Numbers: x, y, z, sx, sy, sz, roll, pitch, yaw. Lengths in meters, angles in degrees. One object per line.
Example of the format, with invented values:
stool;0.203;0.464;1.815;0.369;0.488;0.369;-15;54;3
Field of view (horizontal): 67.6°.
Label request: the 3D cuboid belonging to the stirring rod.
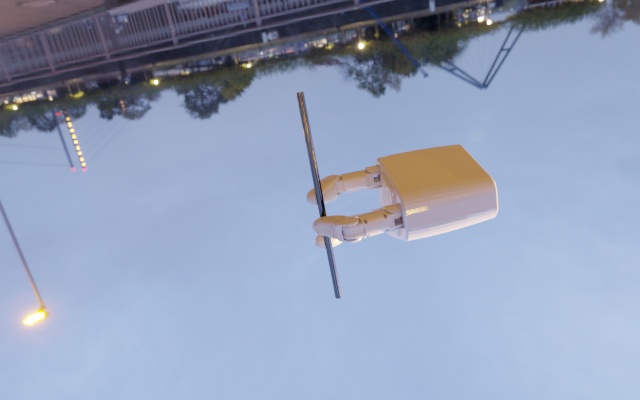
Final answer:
stirring rod;0.000;0.002;0.527;0.011;0.240;0.011;-10;18;3
